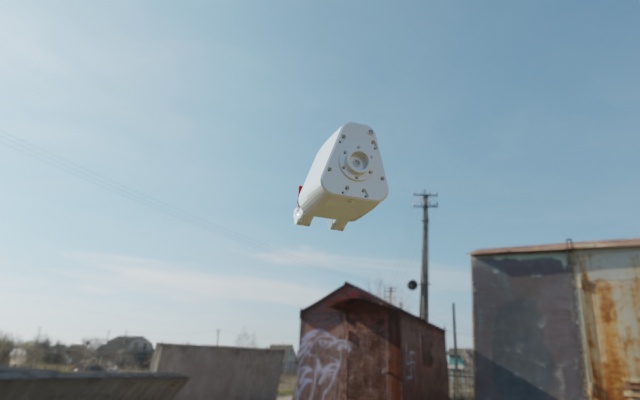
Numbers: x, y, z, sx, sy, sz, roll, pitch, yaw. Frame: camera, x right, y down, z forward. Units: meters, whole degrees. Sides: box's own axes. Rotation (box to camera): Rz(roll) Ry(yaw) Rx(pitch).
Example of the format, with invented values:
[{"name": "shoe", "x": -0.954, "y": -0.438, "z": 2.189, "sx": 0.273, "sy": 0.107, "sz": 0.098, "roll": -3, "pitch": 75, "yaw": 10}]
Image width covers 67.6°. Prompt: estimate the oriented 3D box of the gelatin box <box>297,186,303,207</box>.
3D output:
[{"name": "gelatin box", "x": 0.000, "y": 0.002, "z": 0.776, "sx": 0.073, "sy": 0.030, "sz": 0.089, "roll": 6, "pitch": -12, "yaw": -1}]
